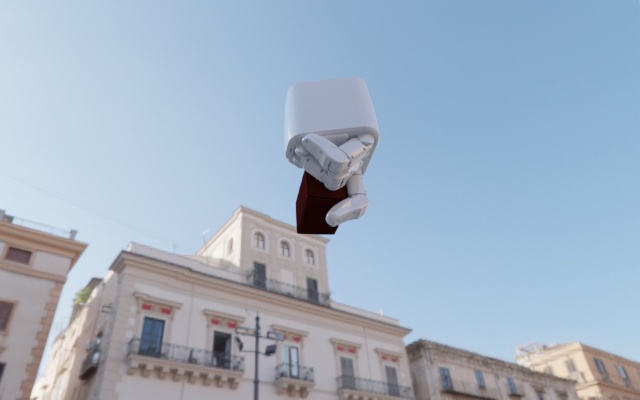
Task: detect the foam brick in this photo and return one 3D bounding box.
[{"bbox_3d":[0.000,0.002,0.616,0.053,0.051,0.078,4,-39,-13],"label":"foam brick"}]
